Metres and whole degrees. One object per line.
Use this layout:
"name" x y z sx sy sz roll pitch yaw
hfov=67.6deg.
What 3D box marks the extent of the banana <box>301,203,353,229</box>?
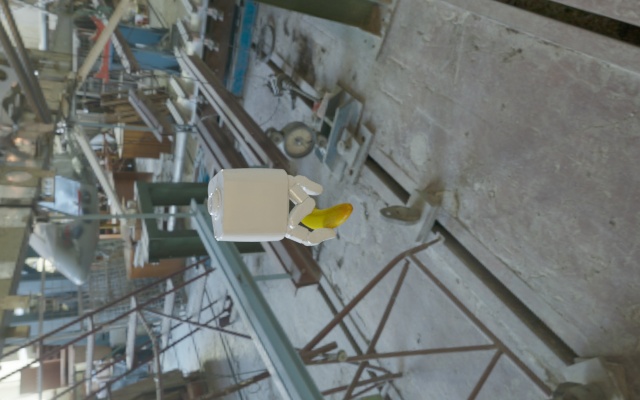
"banana" -0.003 0.020 0.864 0.037 0.069 0.197 1 11 -28
